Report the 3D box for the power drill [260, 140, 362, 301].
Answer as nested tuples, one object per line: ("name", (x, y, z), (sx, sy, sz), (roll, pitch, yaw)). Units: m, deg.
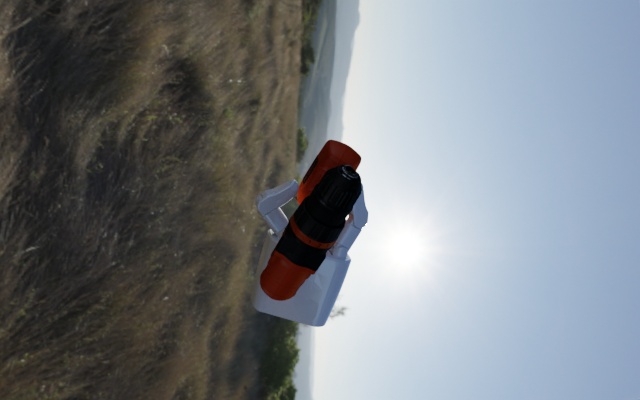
("power drill", (0.000, 0.002, 0.552), (0.057, 0.184, 0.187), (31, 33, -5))
